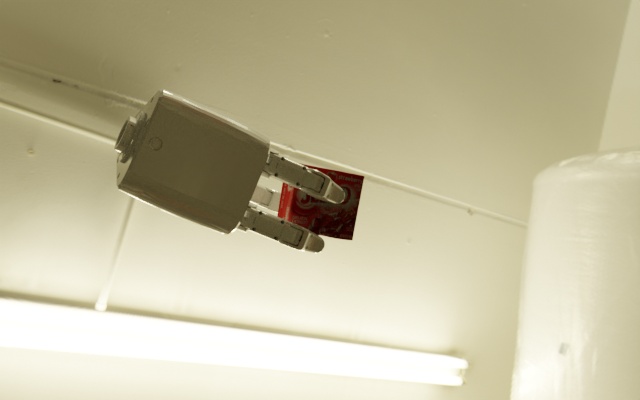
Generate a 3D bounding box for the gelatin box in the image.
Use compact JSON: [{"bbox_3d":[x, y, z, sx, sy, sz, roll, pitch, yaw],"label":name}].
[{"bbox_3d":[0.000,0.002,0.510,0.089,0.073,0.030,9,2,-35],"label":"gelatin box"}]
